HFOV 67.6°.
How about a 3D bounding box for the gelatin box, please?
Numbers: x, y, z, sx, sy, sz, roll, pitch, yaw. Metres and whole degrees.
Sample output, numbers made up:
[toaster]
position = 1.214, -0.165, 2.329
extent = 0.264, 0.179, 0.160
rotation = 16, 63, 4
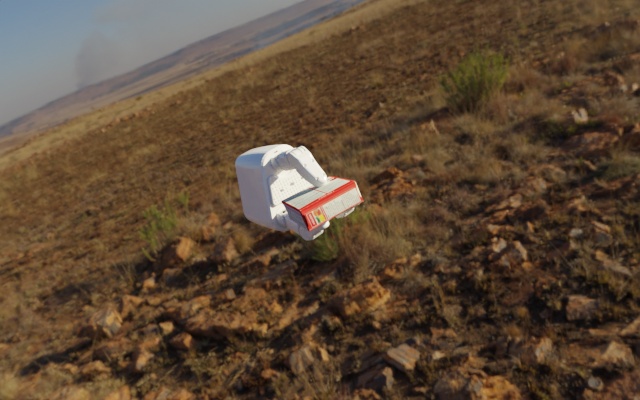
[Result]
[gelatin box]
position = 0.000, 0.001, 0.571
extent = 0.073, 0.030, 0.089
rotation = -28, 14, -13
